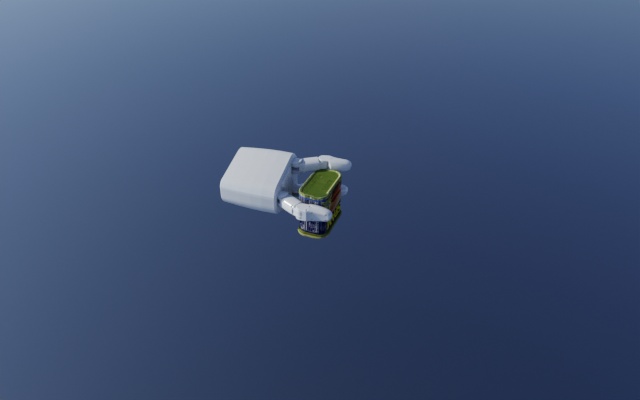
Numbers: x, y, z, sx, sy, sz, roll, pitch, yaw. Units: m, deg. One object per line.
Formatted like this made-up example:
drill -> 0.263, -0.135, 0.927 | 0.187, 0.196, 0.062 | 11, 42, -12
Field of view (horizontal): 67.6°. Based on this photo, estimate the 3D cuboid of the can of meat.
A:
can of meat -> 0.000, 0.003, 0.837 | 0.057, 0.084, 0.102 | 13, 36, 18
